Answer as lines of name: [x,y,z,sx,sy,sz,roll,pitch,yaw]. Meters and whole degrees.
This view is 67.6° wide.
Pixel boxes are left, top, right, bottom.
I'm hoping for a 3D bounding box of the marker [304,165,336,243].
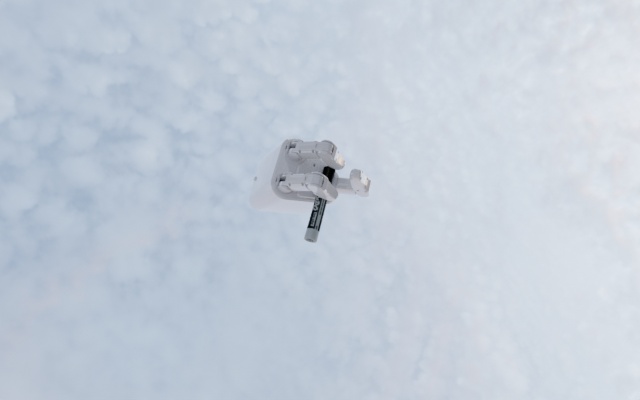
marker: [0.000,0.002,0.693,0.020,0.121,0.020,13,-22,5]
